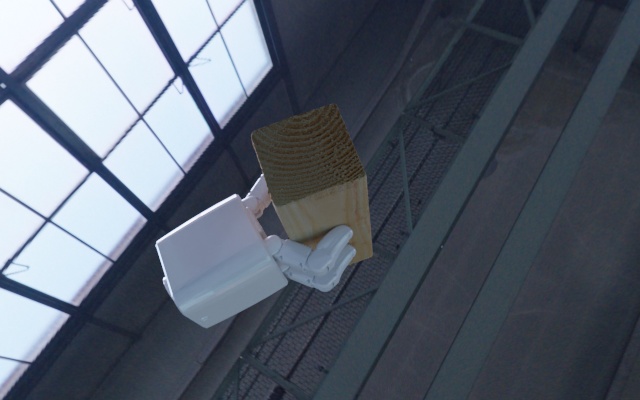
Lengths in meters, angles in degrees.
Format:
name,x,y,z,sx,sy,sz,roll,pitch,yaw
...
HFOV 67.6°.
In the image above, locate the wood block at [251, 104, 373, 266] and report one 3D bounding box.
name,x,y,z,sx,sy,sz,roll,pitch,yaw
wood block,0.000,0.002,0.531,0.090,0.090,0.206,-20,-27,-2
